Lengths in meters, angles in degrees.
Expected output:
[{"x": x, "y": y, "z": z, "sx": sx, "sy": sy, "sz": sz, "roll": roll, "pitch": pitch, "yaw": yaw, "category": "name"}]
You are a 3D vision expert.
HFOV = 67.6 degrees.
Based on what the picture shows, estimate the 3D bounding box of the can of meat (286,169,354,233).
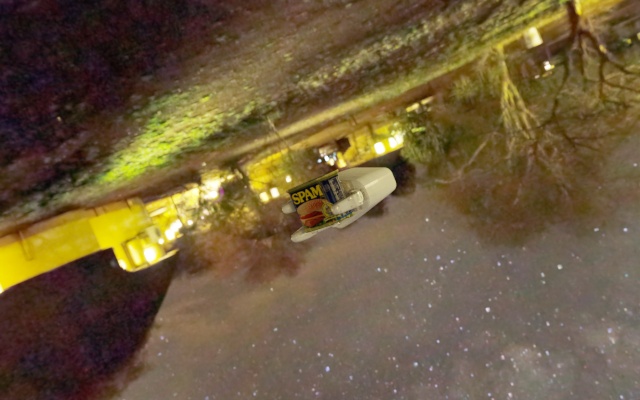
[{"x": 0.000, "y": 0.003, "z": 0.837, "sx": 0.102, "sy": 0.084, "sz": 0.057, "roll": -19, "pitch": 6, "yaw": 40, "category": "can of meat"}]
